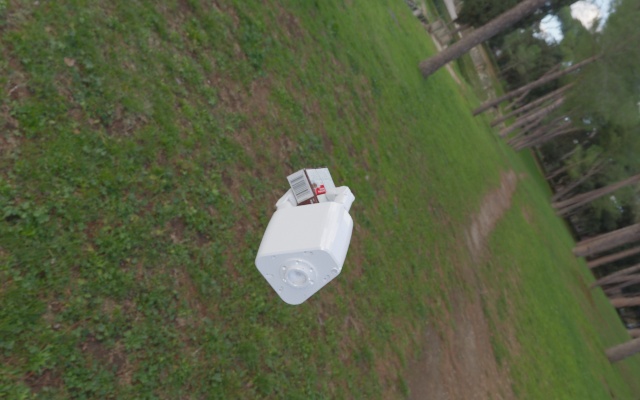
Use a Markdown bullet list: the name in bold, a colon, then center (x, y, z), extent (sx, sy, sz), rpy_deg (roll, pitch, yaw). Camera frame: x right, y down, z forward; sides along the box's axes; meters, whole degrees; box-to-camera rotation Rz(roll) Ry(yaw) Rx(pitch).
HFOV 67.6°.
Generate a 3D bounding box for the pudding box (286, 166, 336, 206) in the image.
- **pudding box**: center (0.000, 0.002, 0.776), extent (0.039, 0.113, 0.090), rpy_deg (-23, -4, 24)
